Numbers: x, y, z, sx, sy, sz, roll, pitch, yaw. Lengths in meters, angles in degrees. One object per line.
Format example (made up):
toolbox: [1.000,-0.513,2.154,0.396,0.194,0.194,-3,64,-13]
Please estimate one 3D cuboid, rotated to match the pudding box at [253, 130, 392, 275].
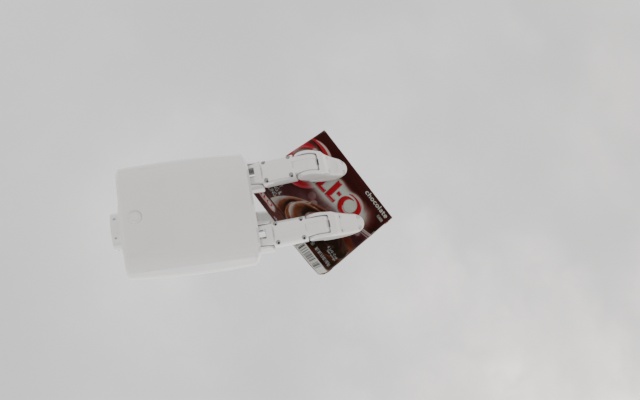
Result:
pudding box: [0.000,0.002,0.465,0.090,0.113,0.039,-37,0,-24]
